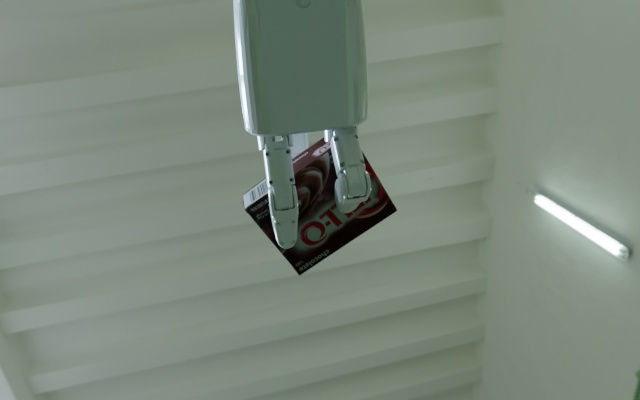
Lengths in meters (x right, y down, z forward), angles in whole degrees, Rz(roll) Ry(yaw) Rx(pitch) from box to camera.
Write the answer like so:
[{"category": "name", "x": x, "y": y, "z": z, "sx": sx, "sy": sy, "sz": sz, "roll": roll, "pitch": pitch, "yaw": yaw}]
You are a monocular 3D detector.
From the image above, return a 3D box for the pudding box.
[{"category": "pudding box", "x": 0.000, "y": 0.001, "z": 0.433, "sx": 0.113, "sy": 0.090, "sz": 0.039, "roll": -33, "pitch": 29, "yaw": 4}]
